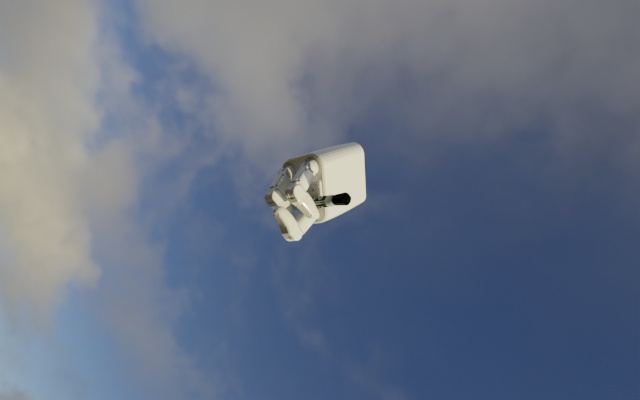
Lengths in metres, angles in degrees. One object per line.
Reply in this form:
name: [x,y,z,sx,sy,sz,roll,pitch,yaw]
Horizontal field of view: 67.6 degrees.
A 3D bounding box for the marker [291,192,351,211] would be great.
marker: [0.000,0.002,0.717,0.020,0.020,0.121,0,-5,-42]
